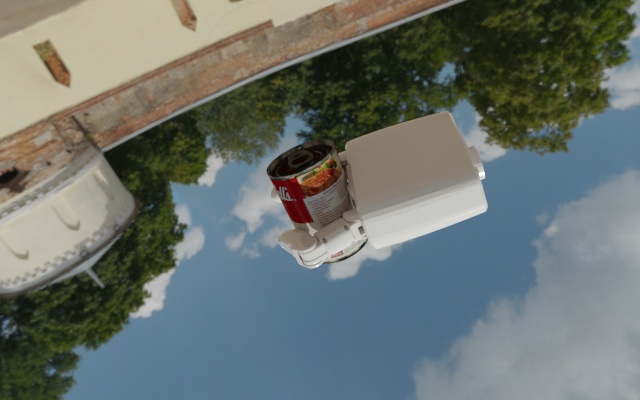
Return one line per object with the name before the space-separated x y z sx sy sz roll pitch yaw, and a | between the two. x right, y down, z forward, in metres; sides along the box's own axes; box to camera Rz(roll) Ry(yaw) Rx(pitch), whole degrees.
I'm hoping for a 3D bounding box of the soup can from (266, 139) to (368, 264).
soup can | 0.000 0.002 0.460 0.068 0.102 0.068 -20 27 10
